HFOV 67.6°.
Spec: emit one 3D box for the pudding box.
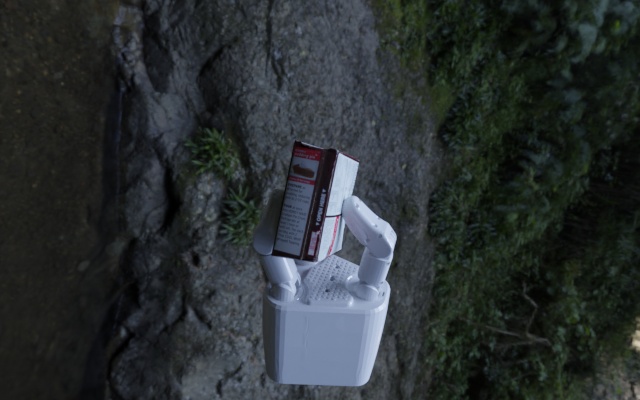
[{"bbox_3d":[0.000,0.001,0.404,0.039,0.090,0.113,11,3,11],"label":"pudding box"}]
